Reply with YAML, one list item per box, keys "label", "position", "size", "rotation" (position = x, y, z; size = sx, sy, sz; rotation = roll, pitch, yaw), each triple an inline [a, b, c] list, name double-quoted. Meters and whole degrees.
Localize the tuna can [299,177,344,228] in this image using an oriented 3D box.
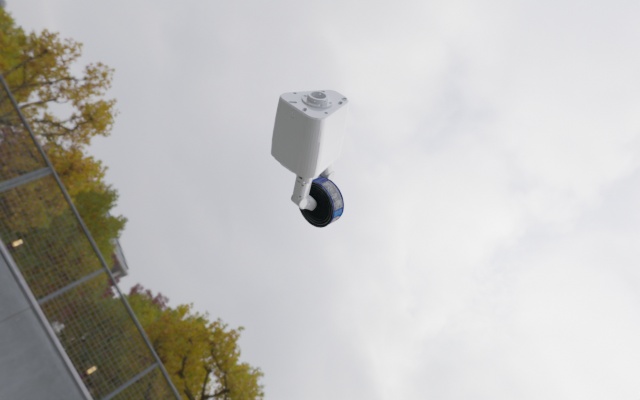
- label: "tuna can"
  position: [0.001, 0.003, 0.844]
  size: [0.086, 0.086, 0.033]
  rotation: [0, 18, 45]
